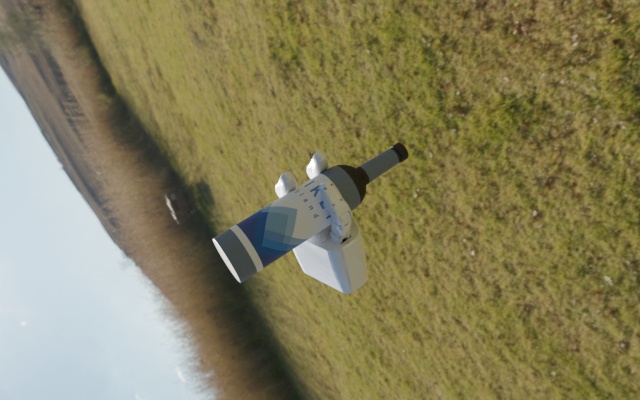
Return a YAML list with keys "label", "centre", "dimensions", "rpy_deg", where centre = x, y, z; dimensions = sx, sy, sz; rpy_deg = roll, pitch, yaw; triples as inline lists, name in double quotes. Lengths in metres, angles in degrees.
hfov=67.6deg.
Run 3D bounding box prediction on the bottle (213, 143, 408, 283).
- label: "bottle"
  centre: [0.000, 0.002, 0.647]
  dimensions: [0.295, 0.069, 0.069]
  rpy_deg: [-32, 11, -18]
